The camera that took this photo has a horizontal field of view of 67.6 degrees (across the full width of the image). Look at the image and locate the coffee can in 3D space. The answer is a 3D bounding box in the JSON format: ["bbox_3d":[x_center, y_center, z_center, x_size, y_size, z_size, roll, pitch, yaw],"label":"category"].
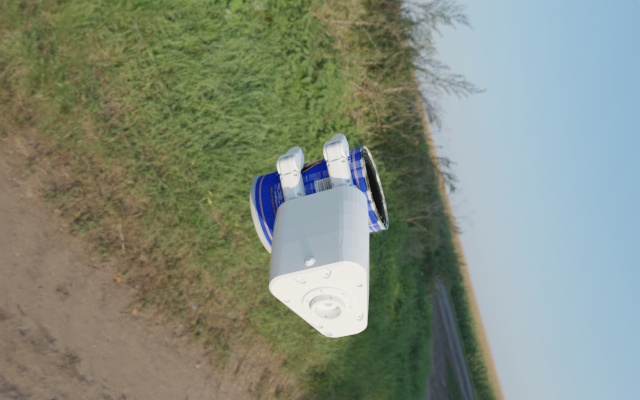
[{"bbox_3d":[0.000,0.002,0.576,0.140,0.103,0.103,-15,-4,15],"label":"coffee can"}]
